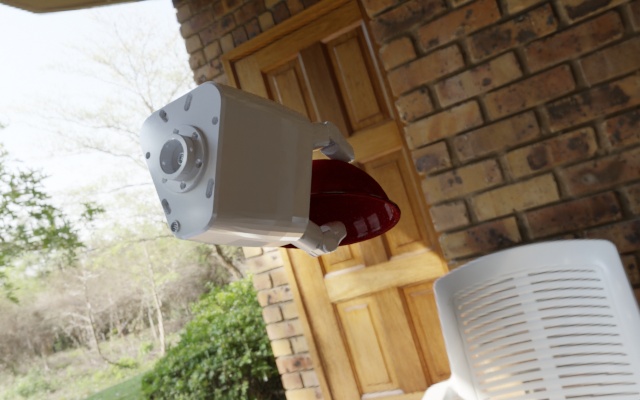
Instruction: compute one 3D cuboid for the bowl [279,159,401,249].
[{"bbox_3d":[0.001,0.002,0.501,0.162,0.055,0.162,-4,-23,-2],"label":"bowl"}]
